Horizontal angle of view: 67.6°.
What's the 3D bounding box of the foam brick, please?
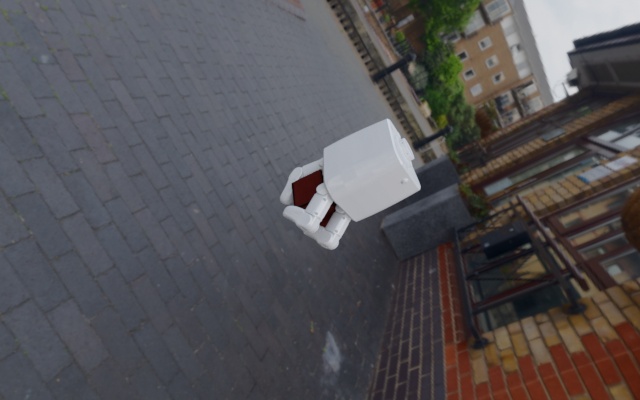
[{"bbox_3d":[0.000,0.002,0.711,0.051,0.053,0.078,-25,-39,19],"label":"foam brick"}]
